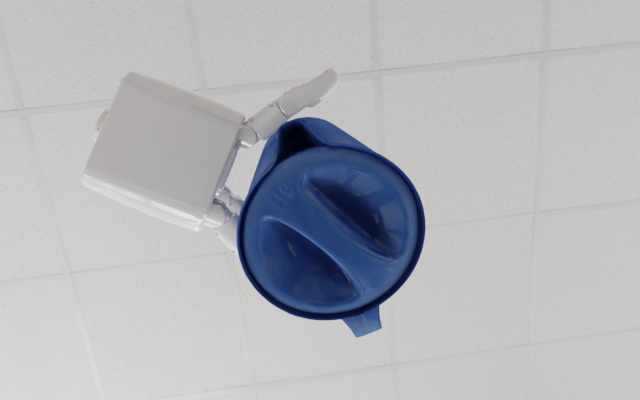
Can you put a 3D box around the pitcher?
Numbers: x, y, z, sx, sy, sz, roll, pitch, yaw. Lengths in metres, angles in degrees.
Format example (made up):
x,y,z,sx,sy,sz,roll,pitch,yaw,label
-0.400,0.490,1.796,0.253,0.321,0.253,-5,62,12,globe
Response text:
x,y,z,sx,sy,sz,roll,pitch,yaw,label
0.000,0.001,0.443,0.145,0.149,0.242,21,14,-12,pitcher
